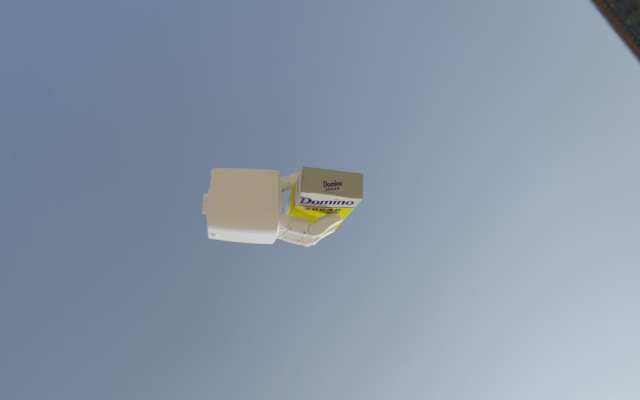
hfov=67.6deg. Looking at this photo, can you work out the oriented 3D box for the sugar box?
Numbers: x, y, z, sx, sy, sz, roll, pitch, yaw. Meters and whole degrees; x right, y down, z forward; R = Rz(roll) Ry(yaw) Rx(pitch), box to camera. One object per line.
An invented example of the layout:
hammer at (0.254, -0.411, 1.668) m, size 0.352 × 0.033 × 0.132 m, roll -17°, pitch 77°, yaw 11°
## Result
sugar box at (0.000, 0.003, 0.756) m, size 0.093 × 0.048 × 0.176 m, roll 6°, pitch -18°, yaw -10°
